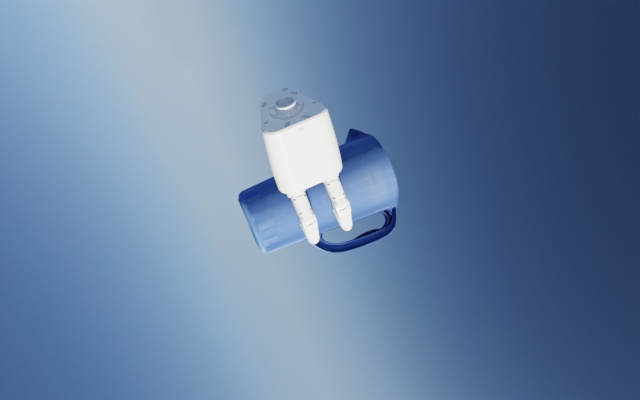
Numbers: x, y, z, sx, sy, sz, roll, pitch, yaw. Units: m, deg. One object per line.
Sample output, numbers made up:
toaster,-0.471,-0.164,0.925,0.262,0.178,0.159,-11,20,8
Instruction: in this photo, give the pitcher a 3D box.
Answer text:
pitcher,0.000,0.002,0.779,0.243,0.145,0.149,-23,43,-9
